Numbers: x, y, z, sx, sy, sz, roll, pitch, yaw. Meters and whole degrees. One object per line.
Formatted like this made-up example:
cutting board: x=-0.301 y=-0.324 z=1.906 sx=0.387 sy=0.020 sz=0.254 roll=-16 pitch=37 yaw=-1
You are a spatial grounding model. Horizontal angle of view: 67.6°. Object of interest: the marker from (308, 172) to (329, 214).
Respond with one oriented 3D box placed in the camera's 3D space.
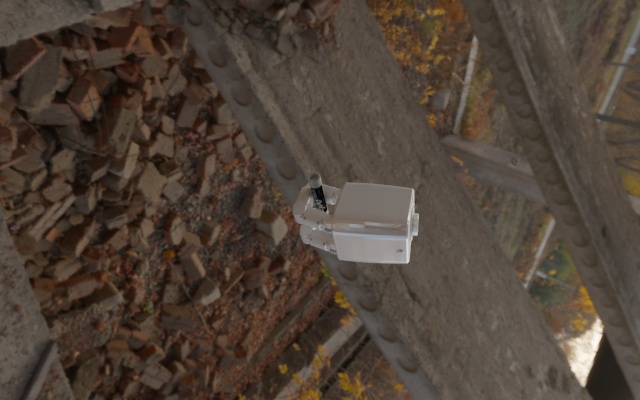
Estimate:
marker: x=0.000 y=0.002 z=0.739 sx=0.020 sy=0.020 sz=0.121 roll=0 pitch=-37 yaw=11
